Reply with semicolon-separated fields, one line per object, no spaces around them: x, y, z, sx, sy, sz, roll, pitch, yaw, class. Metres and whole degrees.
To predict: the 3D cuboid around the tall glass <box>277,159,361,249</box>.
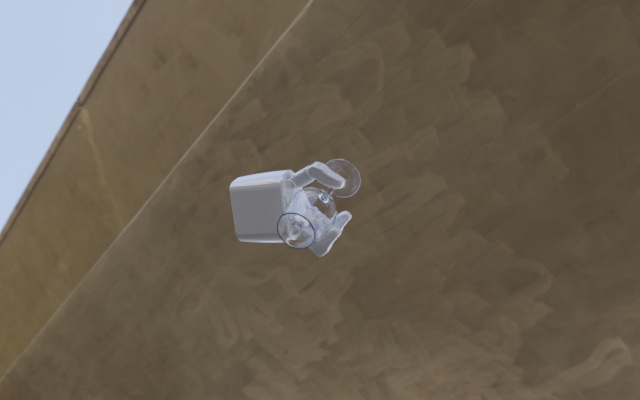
0.000;0.002;0.776;0.079;0.079;0.201;0;25;24;tall glass
